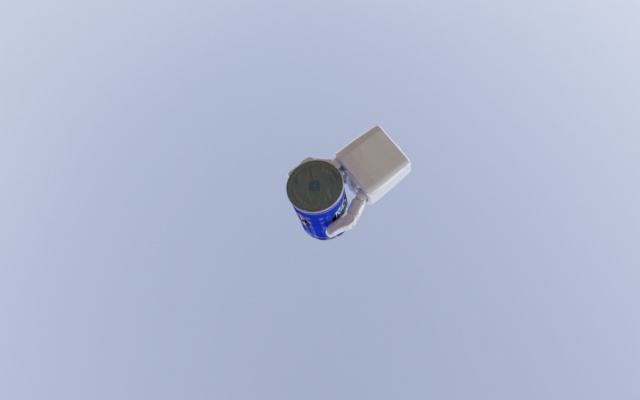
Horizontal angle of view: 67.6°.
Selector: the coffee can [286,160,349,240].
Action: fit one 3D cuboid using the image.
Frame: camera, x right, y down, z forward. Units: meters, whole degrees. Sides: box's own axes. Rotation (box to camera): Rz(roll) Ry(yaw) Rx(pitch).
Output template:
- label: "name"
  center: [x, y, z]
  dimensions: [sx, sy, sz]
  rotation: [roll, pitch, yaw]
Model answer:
- label: "coffee can"
  center: [0.000, 0.003, 0.898]
  dimensions: [0.103, 0.102, 0.140]
  rotation: [0, -25, 10]
